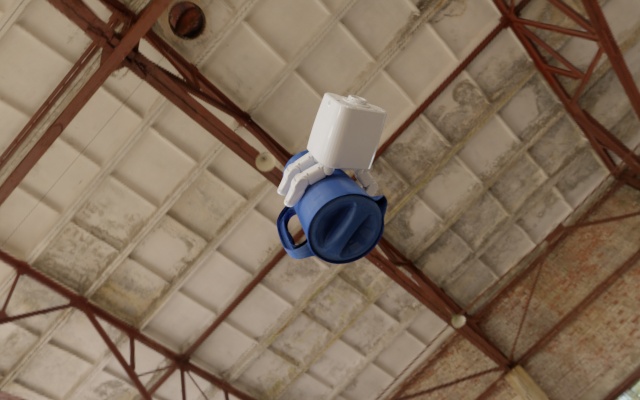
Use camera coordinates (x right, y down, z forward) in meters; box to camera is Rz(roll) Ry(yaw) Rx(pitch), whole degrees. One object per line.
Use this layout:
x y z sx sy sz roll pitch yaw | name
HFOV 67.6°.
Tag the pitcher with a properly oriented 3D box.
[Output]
0.000 0.003 0.869 0.149 0.145 0.242 8 23 -23 | pitcher
